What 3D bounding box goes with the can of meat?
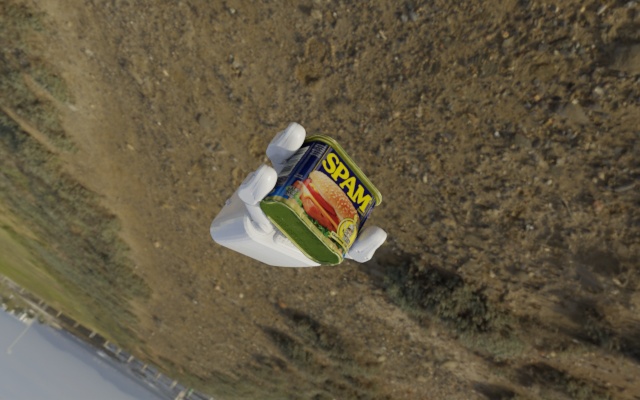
[{"bbox_3d":[0.000,0.002,0.466,0.057,0.084,0.102,-7,-47,51],"label":"can of meat"}]
